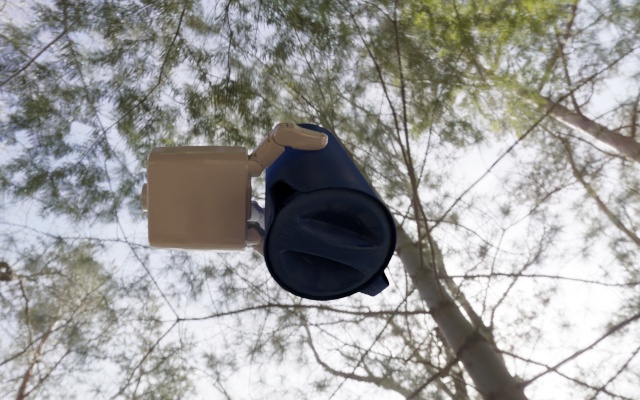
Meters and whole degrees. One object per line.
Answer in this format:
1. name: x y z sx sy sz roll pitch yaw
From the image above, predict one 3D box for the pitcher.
1. pitcher: 0.000 0.002 0.572 0.145 0.149 0.242 0 27 -9
